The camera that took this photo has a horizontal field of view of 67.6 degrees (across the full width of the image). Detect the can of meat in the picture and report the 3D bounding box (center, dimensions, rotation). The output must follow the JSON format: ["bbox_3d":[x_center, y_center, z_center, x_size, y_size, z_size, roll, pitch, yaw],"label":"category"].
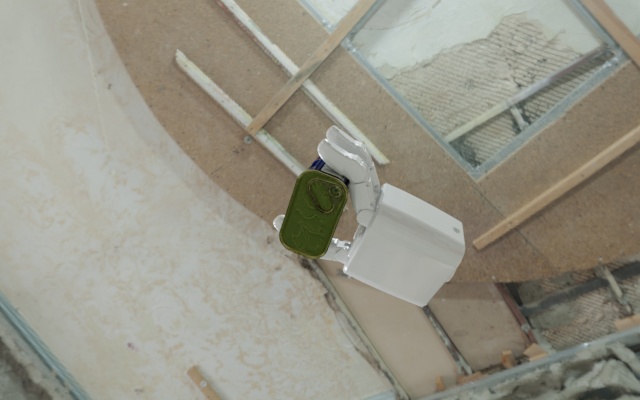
[{"bbox_3d":[0.000,0.002,0.546,0.057,0.102,0.084,22,25,4],"label":"can of meat"}]
